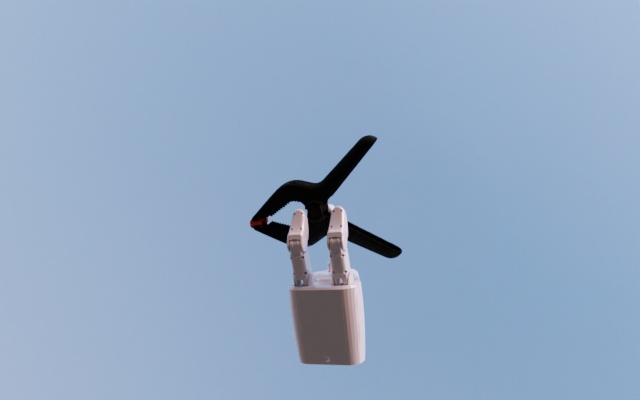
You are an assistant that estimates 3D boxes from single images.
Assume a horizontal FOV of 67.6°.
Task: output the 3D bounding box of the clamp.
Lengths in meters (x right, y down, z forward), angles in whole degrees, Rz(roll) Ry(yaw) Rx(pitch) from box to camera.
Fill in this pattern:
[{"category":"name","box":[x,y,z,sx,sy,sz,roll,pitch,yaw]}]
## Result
[{"category":"clamp","box":[0.000,0.002,0.656,0.210,0.164,0.036,-5,4,19]}]
